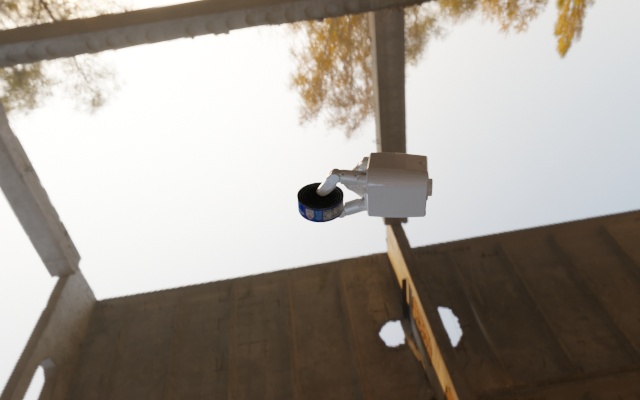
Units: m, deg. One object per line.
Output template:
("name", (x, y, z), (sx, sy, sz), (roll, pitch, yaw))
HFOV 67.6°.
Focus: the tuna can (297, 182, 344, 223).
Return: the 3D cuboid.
("tuna can", (0.000, 0.003, 0.877), (0.086, 0.034, 0.086), (-1, 35, 1))
